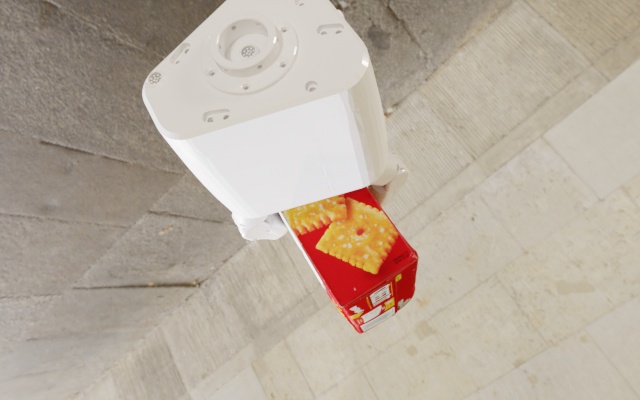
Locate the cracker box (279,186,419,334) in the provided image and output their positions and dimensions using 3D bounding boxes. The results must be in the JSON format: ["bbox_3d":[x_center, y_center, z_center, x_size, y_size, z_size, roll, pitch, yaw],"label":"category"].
[{"bbox_3d":[0.000,0.002,0.424,0.072,0.213,0.164,-31,-23,-3],"label":"cracker box"}]
